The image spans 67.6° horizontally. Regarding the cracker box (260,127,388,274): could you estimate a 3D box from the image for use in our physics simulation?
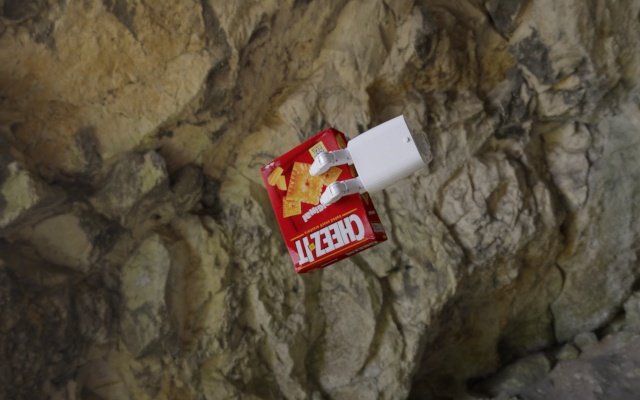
[{"bbox_3d":[0.000,0.003,0.854,0.164,0.213,0.072,-27,-16,22],"label":"cracker box"}]
